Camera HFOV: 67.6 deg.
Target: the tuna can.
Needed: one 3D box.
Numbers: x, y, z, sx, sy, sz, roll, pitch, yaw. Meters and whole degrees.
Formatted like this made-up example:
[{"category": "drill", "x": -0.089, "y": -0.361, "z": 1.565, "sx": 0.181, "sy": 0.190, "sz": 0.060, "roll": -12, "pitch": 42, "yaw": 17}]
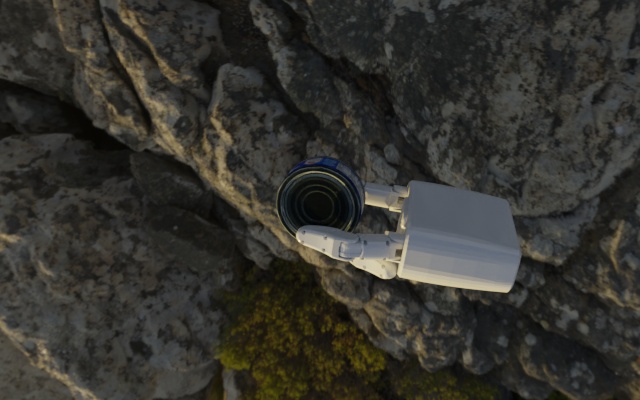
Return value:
[{"category": "tuna can", "x": 0.000, "y": 0.002, "z": 0.471, "sx": 0.086, "sy": 0.086, "sz": 0.033, "roll": 0, "pitch": 20, "yaw": 12}]
